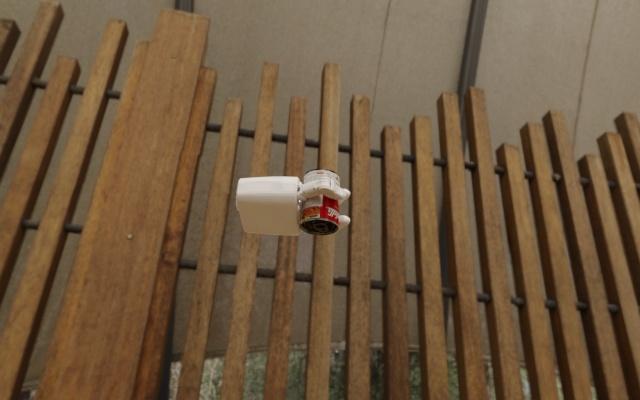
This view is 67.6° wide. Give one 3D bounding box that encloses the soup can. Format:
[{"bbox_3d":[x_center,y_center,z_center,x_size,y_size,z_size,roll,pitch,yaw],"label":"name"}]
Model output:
[{"bbox_3d":[0.001,0.002,0.853,0.068,0.102,0.068,2,-27,1],"label":"soup can"}]
